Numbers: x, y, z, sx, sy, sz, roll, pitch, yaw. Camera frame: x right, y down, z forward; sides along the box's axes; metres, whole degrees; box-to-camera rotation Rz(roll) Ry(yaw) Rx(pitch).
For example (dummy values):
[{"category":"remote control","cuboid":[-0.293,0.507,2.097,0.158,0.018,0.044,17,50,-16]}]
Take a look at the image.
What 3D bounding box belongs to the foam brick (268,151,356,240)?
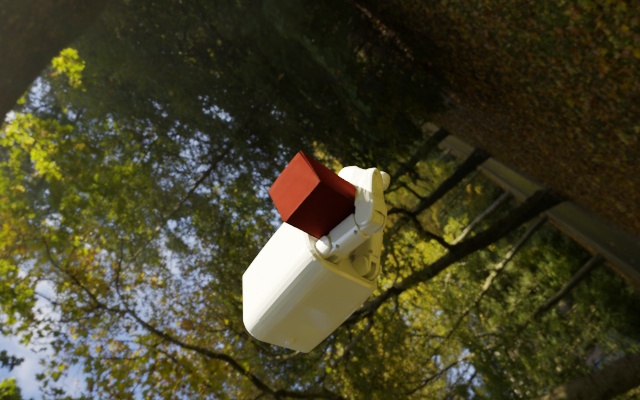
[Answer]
[{"category":"foam brick","cuboid":[0.000,0.001,0.448,0.078,0.051,0.053,30,19,-39]}]
